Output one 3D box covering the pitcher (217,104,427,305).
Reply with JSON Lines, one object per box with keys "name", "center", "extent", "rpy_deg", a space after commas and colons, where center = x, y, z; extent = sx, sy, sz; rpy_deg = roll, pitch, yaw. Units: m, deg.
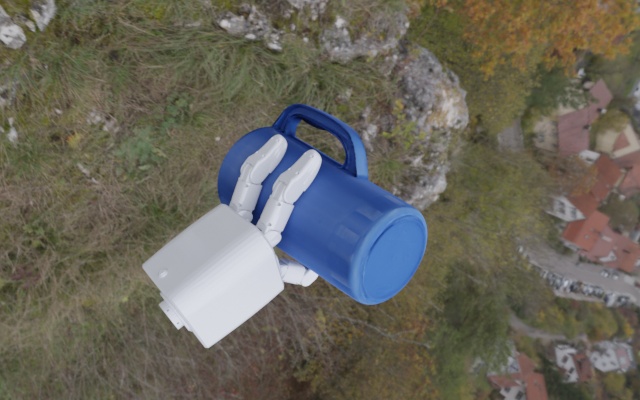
{"name": "pitcher", "center": [0.000, 0.002, 0.540], "extent": [0.145, 0.149, 0.242], "rpy_deg": [-38, 43, -21]}
